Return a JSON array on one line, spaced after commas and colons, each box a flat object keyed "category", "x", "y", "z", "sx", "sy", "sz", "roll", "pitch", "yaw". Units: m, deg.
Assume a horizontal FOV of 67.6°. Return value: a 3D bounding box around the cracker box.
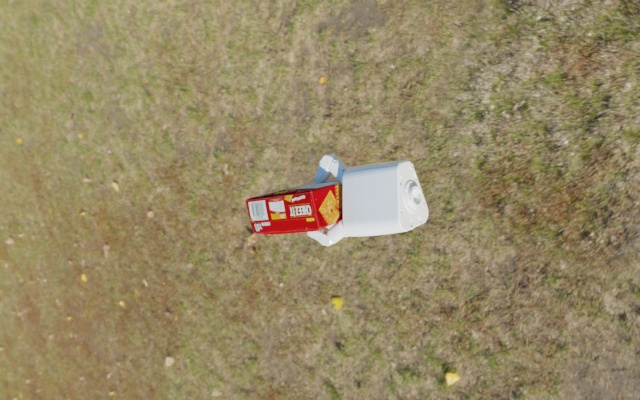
[{"category": "cracker box", "x": 0.000, "y": 0.003, "z": 0.868, "sx": 0.164, "sy": 0.072, "sz": 0.213, "roll": -7, "pitch": 6, "yaw": 41}]
